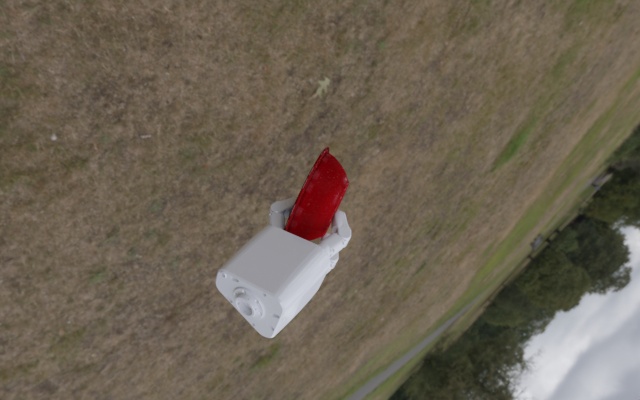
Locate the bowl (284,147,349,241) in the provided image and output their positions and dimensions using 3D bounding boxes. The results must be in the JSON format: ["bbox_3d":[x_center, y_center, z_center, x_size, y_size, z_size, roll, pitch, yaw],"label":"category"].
[{"bbox_3d":[0.001,0.002,0.730,0.055,0.162,0.162,25,2,3],"label":"bowl"}]
